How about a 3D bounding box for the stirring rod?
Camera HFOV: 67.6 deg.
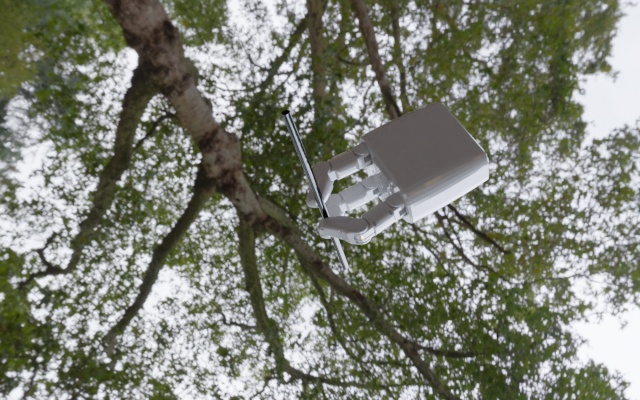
[{"bbox_3d":[0.000,0.002,0.517,0.011,0.011,0.240,0,-43,21],"label":"stirring rod"}]
